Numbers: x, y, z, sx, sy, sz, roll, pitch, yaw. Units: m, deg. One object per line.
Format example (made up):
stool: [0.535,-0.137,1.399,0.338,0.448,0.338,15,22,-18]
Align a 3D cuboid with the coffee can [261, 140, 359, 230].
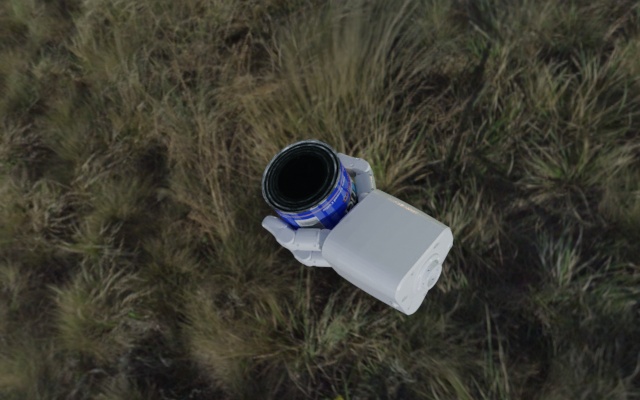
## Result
coffee can: [0.000,0.002,0.623,0.103,0.102,0.140,0,-28,24]
